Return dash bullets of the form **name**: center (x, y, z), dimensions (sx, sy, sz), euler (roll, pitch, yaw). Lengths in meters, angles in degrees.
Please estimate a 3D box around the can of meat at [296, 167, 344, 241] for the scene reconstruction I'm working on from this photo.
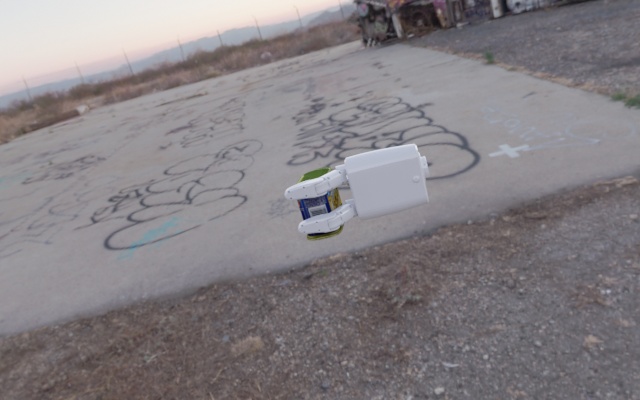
- **can of meat**: center (0.000, 0.002, 0.746), dimensions (0.057, 0.084, 0.102), euler (-12, 19, 14)
